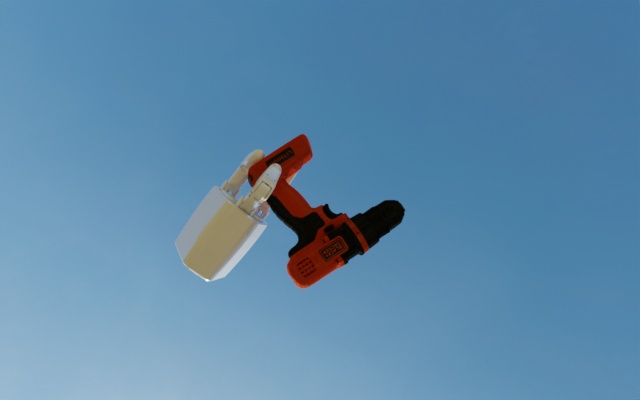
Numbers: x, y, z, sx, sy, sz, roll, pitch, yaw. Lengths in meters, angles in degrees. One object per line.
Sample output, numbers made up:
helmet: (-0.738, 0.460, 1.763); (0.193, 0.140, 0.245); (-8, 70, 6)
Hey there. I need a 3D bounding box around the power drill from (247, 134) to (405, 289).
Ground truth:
power drill: (0.000, 0.002, 0.670); (0.184, 0.187, 0.057); (-33, -12, -9)
